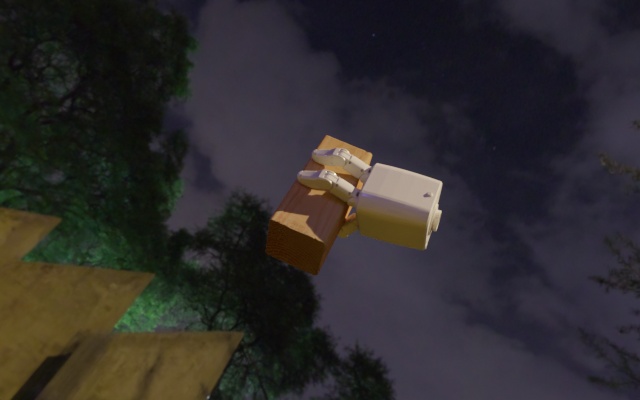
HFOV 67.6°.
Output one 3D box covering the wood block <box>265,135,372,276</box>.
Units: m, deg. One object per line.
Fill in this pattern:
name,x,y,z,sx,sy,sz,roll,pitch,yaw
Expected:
wood block,0.000,0.003,0.762,0.090,0.206,0.091,23,-41,9
